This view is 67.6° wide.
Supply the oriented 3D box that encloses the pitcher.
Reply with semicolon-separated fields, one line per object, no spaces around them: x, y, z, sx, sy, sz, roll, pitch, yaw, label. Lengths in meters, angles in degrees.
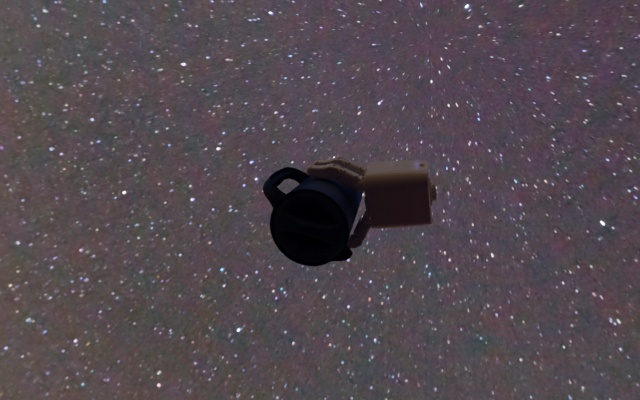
0.000;0.003;0.870;0.145;0.149;0.242;-4;17;15;pitcher
